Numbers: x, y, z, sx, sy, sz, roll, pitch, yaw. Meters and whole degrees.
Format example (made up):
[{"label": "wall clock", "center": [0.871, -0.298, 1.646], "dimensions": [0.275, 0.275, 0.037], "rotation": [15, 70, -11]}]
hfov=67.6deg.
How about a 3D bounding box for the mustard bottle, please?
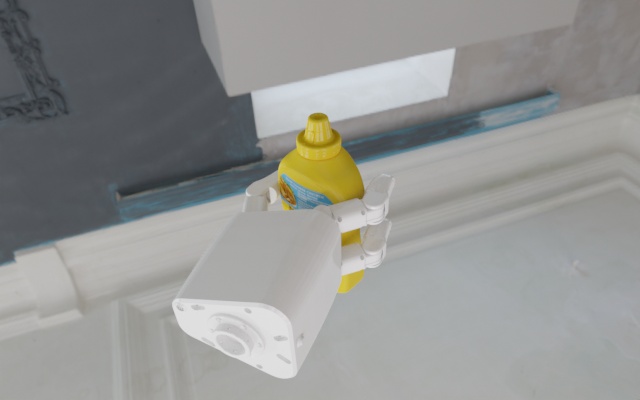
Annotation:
[{"label": "mustard bottle", "center": [0.000, 0.002, 0.479], "dimensions": [0.096, 0.192, 0.058], "rotation": [30, 49, 34]}]
